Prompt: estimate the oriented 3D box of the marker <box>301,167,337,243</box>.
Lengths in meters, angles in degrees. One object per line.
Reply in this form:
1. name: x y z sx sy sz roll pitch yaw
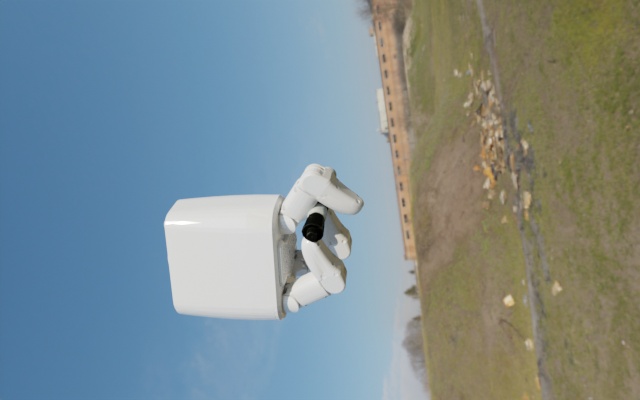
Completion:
1. marker: 0.000 0.001 0.447 0.020 0.020 0.121 0 29 8
